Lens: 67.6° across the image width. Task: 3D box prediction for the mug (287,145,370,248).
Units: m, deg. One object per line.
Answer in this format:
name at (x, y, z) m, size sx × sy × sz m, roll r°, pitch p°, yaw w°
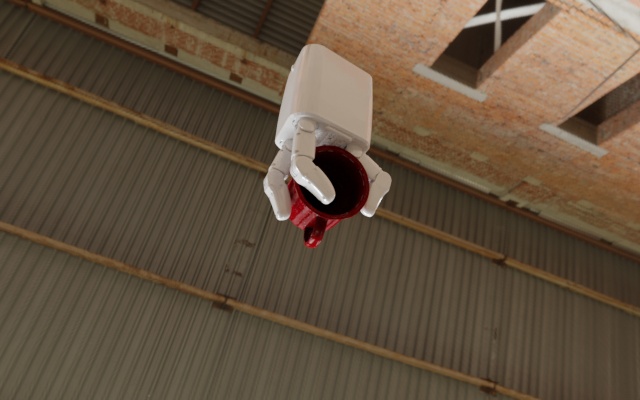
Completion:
mug at (0.000, 0.003, 0.582) m, size 0.093 × 0.117 × 0.081 m, roll 15°, pitch -23°, yaw -14°
